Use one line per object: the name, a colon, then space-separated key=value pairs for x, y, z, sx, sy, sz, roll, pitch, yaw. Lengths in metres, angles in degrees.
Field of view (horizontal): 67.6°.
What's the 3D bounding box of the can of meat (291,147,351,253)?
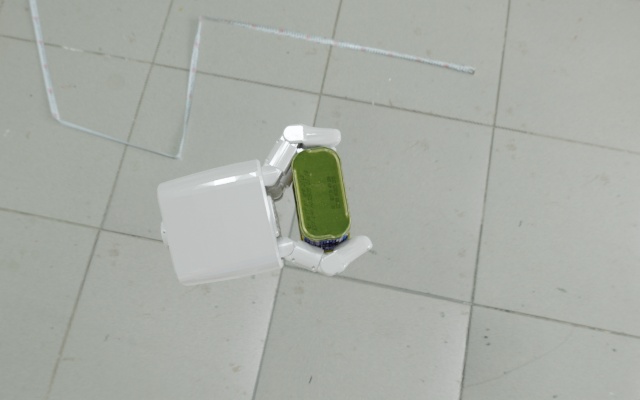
can of meat: x=0.000 y=0.002 z=0.514 sx=0.057 sy=0.102 sz=0.084 roll=-9 pitch=-14 yaw=-2
